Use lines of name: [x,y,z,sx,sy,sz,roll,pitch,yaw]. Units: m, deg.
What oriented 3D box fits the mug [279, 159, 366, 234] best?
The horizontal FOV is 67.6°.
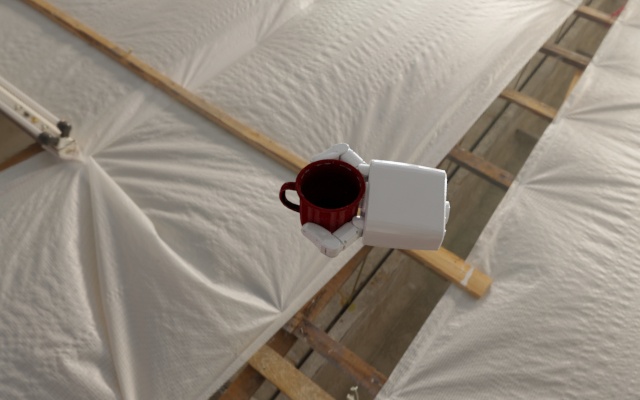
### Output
mug: [-0.001,0.002,0.661,0.117,0.093,0.082,7,-38,4]
